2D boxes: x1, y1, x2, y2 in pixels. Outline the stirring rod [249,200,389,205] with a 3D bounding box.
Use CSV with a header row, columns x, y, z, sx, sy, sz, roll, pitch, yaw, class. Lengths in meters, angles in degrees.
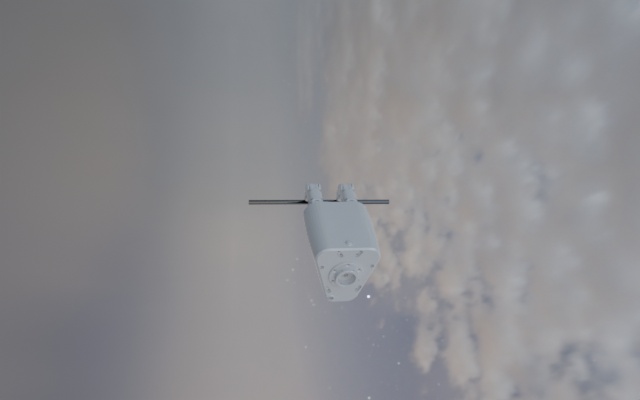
x,y,z,sx,sy,sz,roll,pitch,yaw,class
0.000,0.003,0.808,0.239,0.011,0.011,0,0,-10,stirring rod
